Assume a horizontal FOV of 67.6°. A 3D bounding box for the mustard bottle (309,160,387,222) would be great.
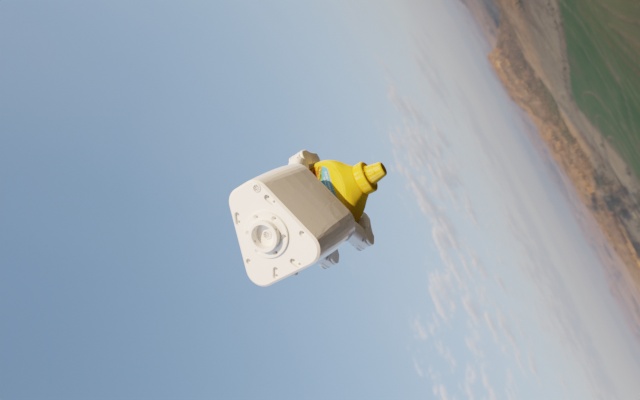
[{"bbox_3d":[0.000,0.002,0.621,0.192,0.096,0.058,-29,-25,25],"label":"mustard bottle"}]
